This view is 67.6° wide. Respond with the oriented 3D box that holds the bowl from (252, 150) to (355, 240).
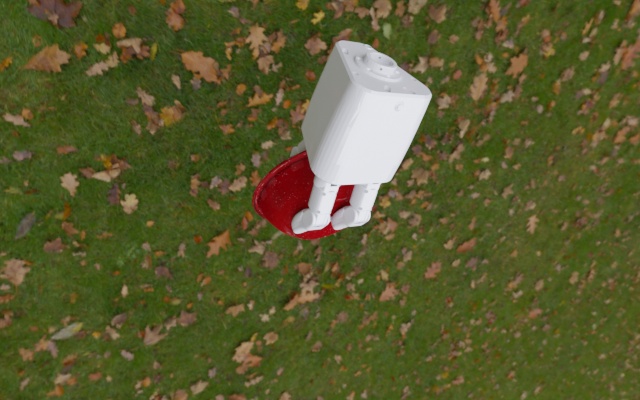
[{"bbox_3d":[0.000,0.003,0.595,0.162,0.055,0.162,-18,-28,-10],"label":"bowl"}]
